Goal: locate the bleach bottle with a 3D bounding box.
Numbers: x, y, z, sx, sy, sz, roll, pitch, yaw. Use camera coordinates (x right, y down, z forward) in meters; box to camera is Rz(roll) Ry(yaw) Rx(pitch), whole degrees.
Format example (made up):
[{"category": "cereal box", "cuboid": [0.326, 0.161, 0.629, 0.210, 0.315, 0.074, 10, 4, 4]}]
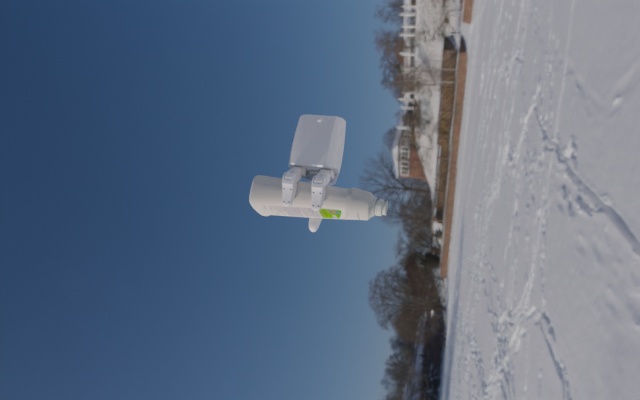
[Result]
[{"category": "bleach bottle", "cuboid": [0.000, 0.003, 0.896, 0.251, 0.068, 0.102, 6, -15, 14]}]
